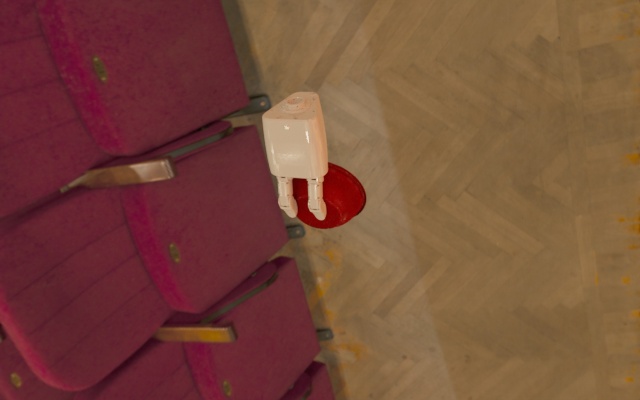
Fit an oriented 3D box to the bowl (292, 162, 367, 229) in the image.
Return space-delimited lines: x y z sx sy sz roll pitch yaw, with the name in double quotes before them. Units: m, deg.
"bowl" 0.001 0.004 0.877 0.162 0.055 0.162 11 -40 10
